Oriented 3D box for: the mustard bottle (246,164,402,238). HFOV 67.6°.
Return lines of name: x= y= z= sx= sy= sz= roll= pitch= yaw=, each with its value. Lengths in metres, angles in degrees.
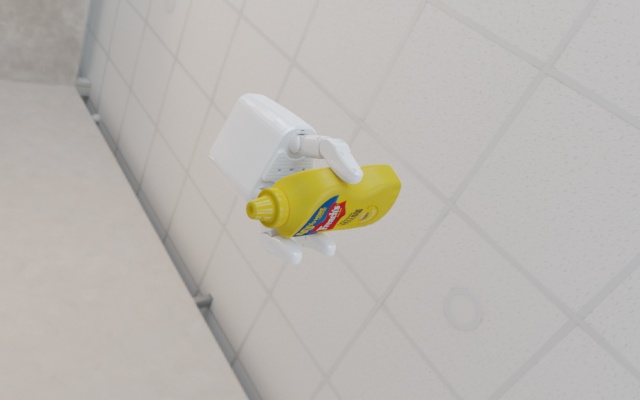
mustard bottle: x=0.000 y=0.002 z=0.534 sx=0.191 sy=0.058 sz=0.096 roll=-5 pitch=-30 yaw=-43
